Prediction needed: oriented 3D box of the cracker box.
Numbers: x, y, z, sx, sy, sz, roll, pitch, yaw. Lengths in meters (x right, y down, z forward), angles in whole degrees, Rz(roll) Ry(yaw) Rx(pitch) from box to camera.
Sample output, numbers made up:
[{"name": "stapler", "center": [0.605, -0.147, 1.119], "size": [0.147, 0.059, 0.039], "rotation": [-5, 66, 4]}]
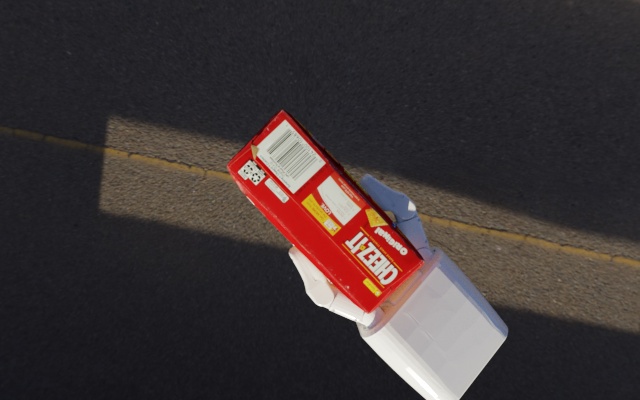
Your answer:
[{"name": "cracker box", "center": [0.000, 0.001, 0.466], "size": [0.072, 0.164, 0.213], "rotation": [-44, 6, 2]}]
